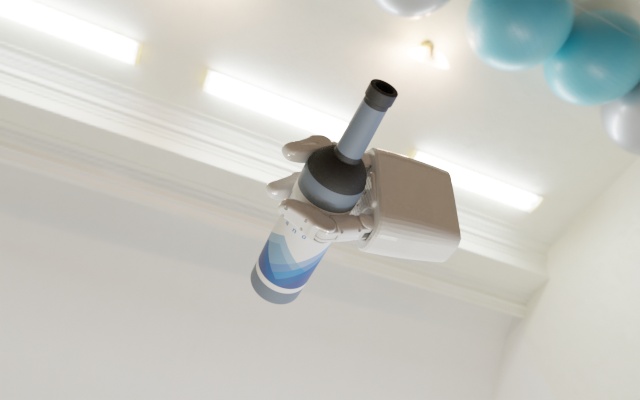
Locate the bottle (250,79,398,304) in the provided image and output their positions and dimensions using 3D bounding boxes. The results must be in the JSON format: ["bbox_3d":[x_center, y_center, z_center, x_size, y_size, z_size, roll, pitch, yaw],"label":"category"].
[{"bbox_3d":[0.000,0.002,0.511,0.069,0.069,0.296,0,-44,-32],"label":"bottle"}]
